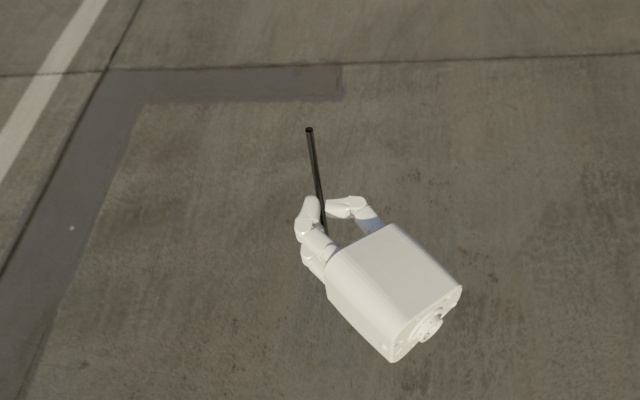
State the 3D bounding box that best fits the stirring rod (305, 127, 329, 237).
[{"bbox_3d":[0.000,0.002,0.570,0.011,0.011,0.240,0,-37,7],"label":"stirring rod"}]
